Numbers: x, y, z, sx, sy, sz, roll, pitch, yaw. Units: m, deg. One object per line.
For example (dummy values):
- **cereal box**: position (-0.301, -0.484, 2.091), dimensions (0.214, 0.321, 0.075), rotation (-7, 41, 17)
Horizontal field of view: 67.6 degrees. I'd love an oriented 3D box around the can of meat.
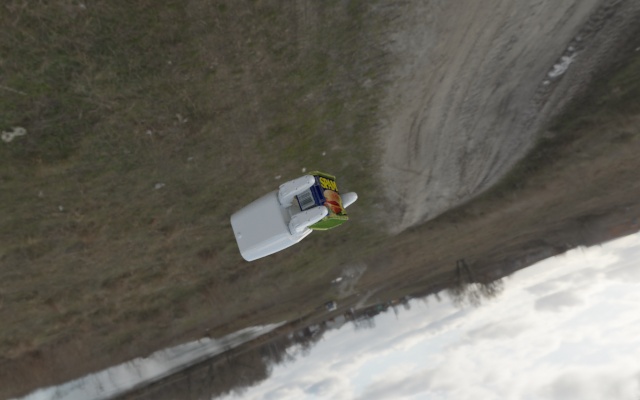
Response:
- **can of meat**: position (0.000, 0.003, 0.817), dimensions (0.057, 0.084, 0.102), rotation (-25, -14, 20)
